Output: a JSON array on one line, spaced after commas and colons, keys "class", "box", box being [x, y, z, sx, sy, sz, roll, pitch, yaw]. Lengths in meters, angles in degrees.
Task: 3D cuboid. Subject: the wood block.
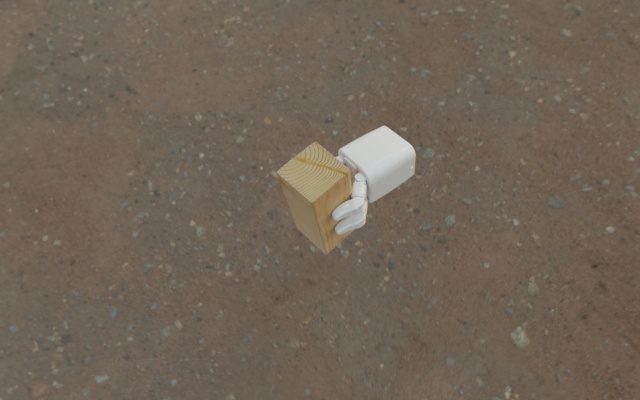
[{"class": "wood block", "box": [0.000, 0.002, 0.872, 0.090, 0.090, 0.206, 42, -17, 26]}]
